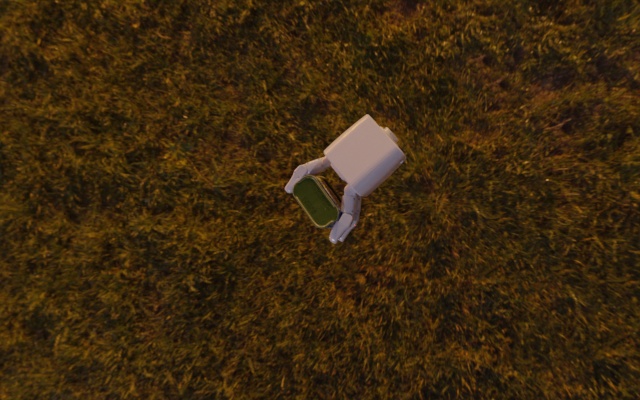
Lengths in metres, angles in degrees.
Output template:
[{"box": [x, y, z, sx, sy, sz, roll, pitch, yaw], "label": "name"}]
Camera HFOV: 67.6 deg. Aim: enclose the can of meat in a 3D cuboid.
[{"box": [0.000, 0.003, 0.866, 0.057, 0.102, 0.084, -38, -8, 10], "label": "can of meat"}]
